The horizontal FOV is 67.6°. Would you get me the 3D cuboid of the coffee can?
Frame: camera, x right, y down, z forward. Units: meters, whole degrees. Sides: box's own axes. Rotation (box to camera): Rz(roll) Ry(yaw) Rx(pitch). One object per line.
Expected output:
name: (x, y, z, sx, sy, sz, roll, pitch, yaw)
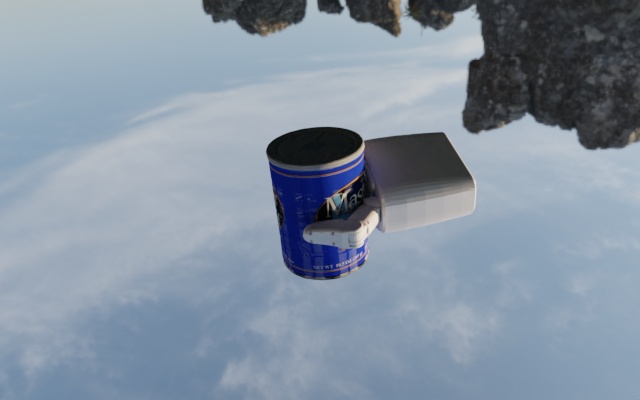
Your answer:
coffee can: (0.000, 0.002, 0.531, 0.103, 0.140, 0.102, -4, 29, 2)
